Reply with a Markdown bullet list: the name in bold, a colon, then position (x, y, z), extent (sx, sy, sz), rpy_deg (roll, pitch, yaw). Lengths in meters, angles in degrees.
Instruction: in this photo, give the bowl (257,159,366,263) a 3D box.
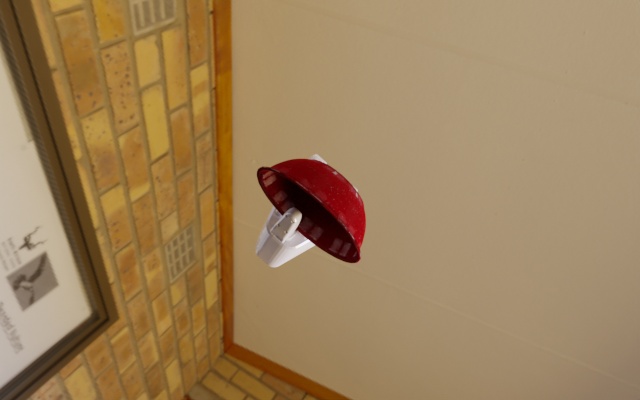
- **bowl**: position (0.001, 0.001, 0.574), extent (0.162, 0.055, 0.162), rpy_deg (38, -18, 15)
